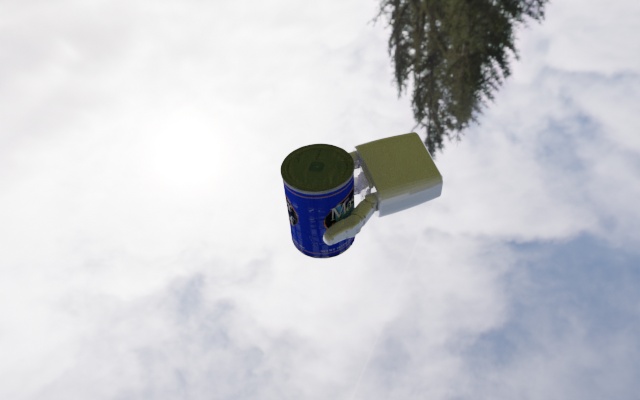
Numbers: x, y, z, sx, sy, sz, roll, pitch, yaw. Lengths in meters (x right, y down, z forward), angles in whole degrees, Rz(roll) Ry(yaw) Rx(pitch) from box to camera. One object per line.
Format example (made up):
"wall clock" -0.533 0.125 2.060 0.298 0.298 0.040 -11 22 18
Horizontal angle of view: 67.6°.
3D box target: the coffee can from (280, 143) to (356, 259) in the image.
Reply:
"coffee can" 0.000 0.002 0.702 0.103 0.140 0.102 -3 44 3
